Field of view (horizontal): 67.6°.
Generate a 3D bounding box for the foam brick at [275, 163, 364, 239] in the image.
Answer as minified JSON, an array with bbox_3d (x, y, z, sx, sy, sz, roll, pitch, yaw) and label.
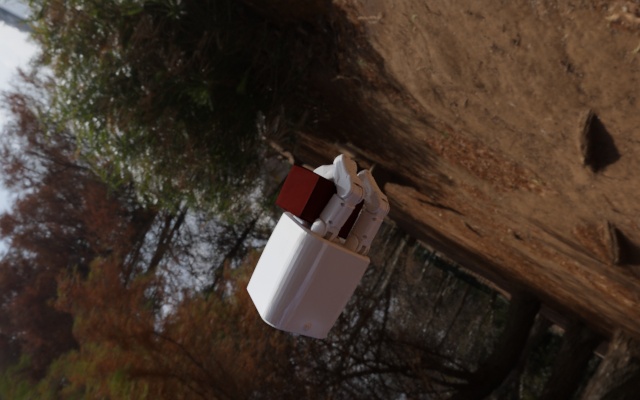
[{"bbox_3d":[0.000,0.002,0.531,0.078,0.051,0.053,27,1,-40],"label":"foam brick"}]
